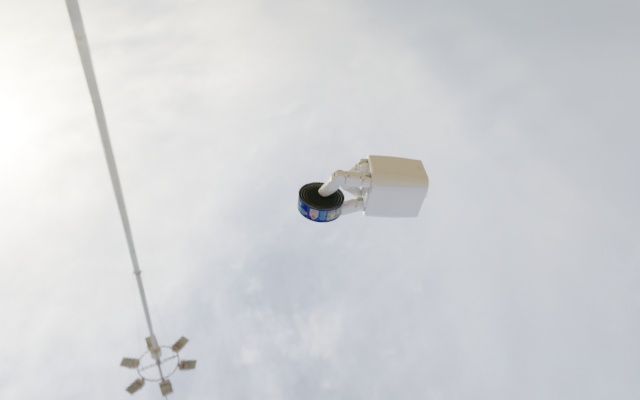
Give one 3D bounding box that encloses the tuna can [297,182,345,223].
[{"bbox_3d":[0.000,0.003,0.889,0.086,0.034,0.086,6,36,-4],"label":"tuna can"}]
